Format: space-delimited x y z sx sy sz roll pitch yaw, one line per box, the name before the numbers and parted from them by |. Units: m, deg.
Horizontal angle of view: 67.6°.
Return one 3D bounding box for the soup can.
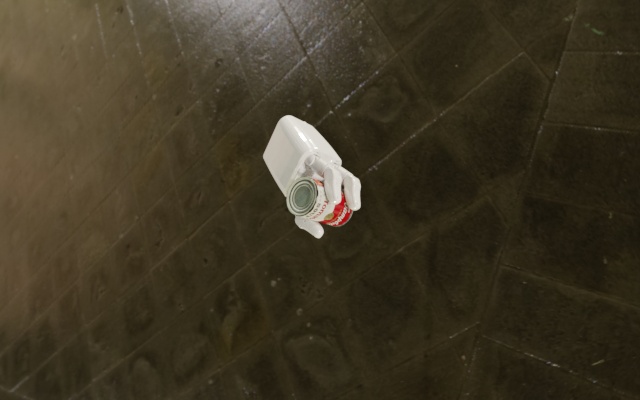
soup can | 0.000 0.003 0.806 0.068 0.068 0.102 0 -12 39
